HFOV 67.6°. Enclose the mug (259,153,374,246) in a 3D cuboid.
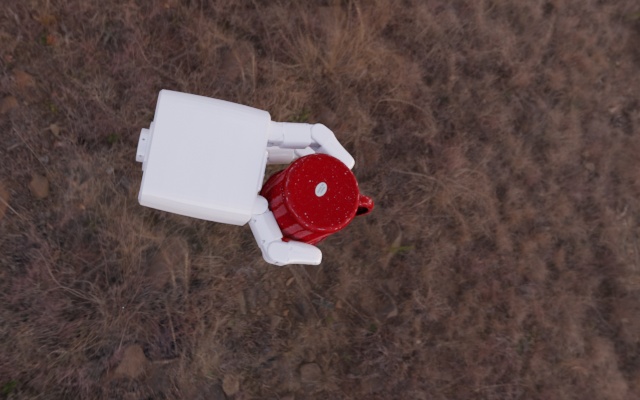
[{"bbox_3d":[0.001,0.002,0.501,0.117,0.093,0.081,10,-15,-19],"label":"mug"}]
